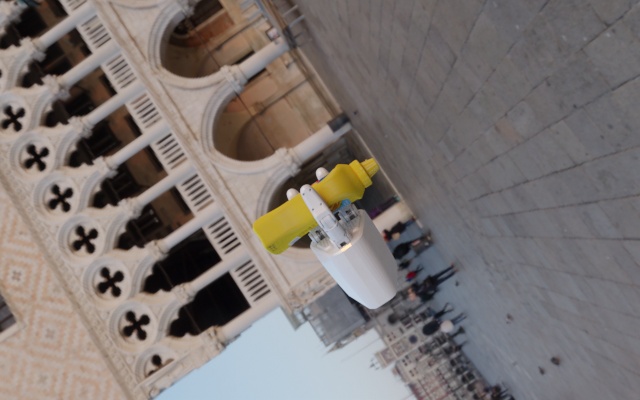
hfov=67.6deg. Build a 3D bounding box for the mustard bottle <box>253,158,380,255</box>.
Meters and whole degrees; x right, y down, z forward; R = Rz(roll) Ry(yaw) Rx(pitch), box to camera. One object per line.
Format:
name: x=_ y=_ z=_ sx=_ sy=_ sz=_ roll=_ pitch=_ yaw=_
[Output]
mustard bottle: x=0.000 y=0.002 z=0.674 sx=0.191 sy=0.058 sz=0.096 roll=-34 pitch=-9 yaw=3
